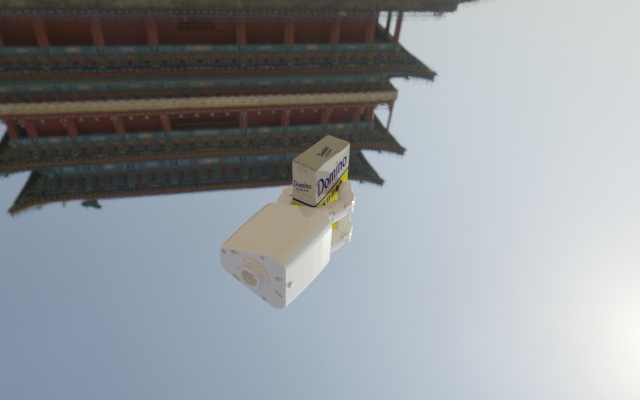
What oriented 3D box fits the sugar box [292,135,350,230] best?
[{"bbox_3d":[0.000,0.003,0.709,0.048,0.176,0.093,24,42,24],"label":"sugar box"}]
